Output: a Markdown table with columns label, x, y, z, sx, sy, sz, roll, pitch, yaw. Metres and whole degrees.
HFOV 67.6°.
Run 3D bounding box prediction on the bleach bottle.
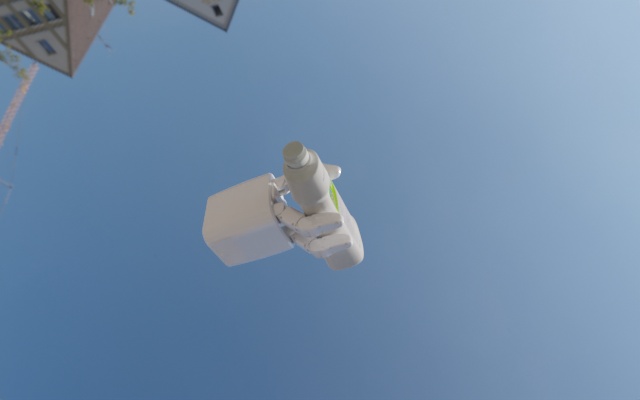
| label | x | y | z | sx | sy | sz | roll | pitch | yaw |
| --- | --- | --- | --- | --- | --- | --- | --- | --- | --- |
| bleach bottle | 0.000 | 0.002 | 0.690 | 0.068 | 0.102 | 0.251 | -20 | -39 | 6 |
